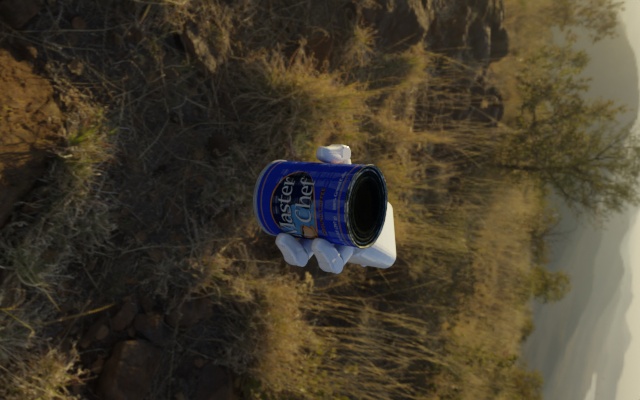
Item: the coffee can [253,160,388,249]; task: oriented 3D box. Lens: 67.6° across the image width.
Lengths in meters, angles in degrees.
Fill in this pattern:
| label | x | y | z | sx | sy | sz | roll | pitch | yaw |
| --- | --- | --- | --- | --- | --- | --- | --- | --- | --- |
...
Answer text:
| label | x | y | z | sx | sy | sz | roll | pitch | yaw |
| --- | --- | --- | --- | --- | --- | --- | --- | --- | --- |
| coffee can | 0.000 | 0.002 | 0.608 | 0.140 | 0.103 | 0.103 | 6 | 3 | 34 |
